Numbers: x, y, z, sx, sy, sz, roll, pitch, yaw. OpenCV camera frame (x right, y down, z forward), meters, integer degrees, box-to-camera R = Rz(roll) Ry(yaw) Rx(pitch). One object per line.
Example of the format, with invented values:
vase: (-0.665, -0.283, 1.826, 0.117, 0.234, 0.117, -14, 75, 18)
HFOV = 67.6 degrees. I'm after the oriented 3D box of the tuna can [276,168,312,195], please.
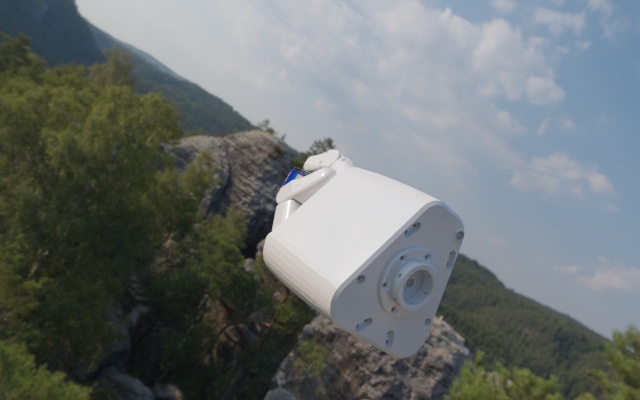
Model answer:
tuna can: (0.000, 0.001, 0.485, 0.086, 0.034, 0.086, 29, -5, 3)
